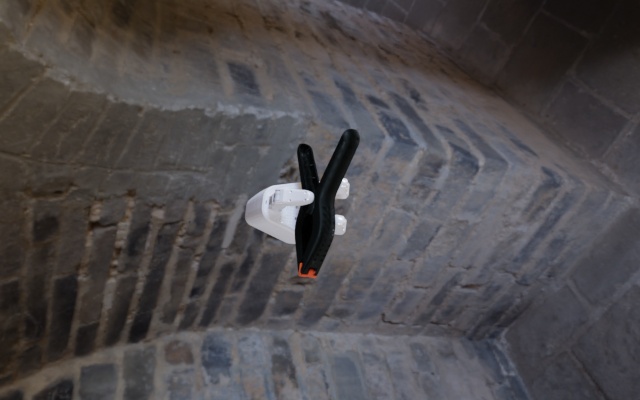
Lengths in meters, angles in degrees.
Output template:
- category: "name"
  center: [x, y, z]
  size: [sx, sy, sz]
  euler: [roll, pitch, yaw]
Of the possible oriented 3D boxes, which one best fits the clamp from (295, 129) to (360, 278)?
- category: "clamp"
  center: [-0.001, 0.003, 0.673]
  size: [0.036, 0.210, 0.164]
  euler: [10, -12, -25]
